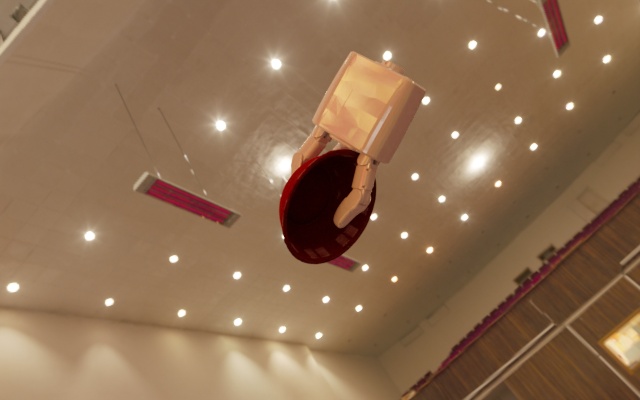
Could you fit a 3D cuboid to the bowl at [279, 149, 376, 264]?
[{"bbox_3d":[-0.001,0.003,0.643,0.162,0.162,0.055,0,19,-43],"label":"bowl"}]
